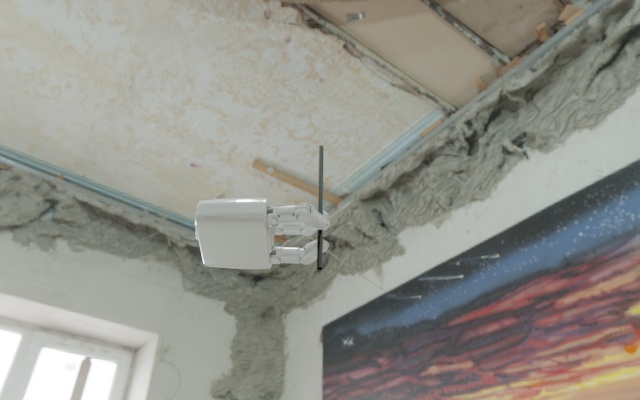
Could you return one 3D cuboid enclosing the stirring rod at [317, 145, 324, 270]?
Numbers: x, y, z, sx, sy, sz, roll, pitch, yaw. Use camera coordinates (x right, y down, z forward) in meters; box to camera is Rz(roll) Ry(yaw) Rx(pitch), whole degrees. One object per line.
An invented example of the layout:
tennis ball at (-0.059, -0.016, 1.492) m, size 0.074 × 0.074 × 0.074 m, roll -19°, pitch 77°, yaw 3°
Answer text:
stirring rod at (0.000, 0.003, 0.766) m, size 0.011 × 0.239 × 0.011 m, roll 0°, pitch -37°, yaw 0°
